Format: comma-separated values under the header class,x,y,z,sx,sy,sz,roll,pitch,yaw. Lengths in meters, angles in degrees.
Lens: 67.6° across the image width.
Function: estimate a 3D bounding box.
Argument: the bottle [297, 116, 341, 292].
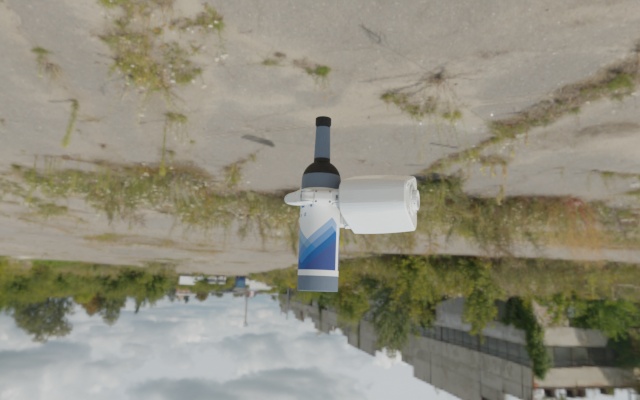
class,x,y,z,sx,sy,sz,roll,pitch,yaw
bottle,0.000,0.003,0.803,0.069,0.295,0.069,2,-10,0
